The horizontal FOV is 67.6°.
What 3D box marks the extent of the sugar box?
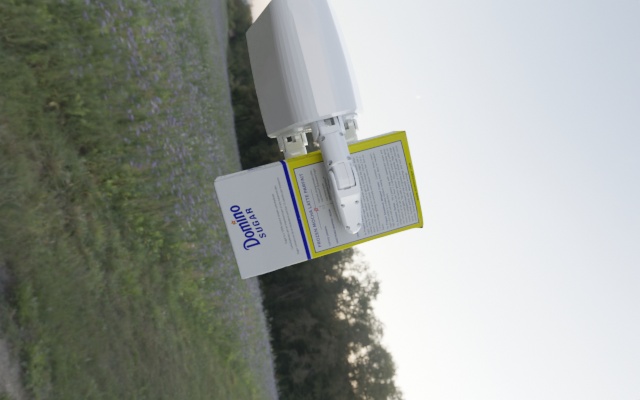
[{"bbox_3d":[0.000,0.001,0.440,0.176,0.093,0.048,-14,9,-4],"label":"sugar box"}]
